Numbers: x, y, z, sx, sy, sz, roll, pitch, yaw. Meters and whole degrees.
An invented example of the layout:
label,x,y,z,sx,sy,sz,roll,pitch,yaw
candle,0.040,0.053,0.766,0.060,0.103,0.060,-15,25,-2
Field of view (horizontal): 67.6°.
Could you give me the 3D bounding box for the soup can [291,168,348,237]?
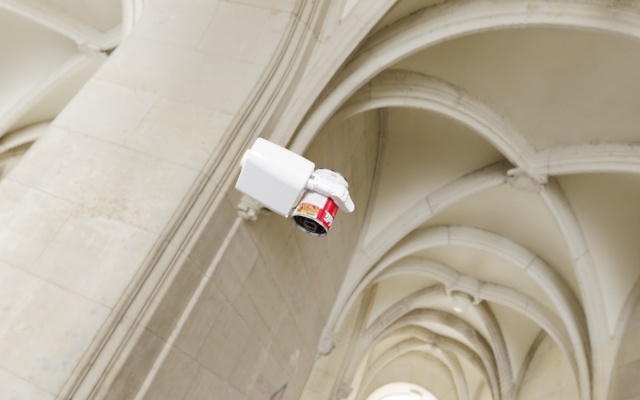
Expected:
label,x,y,z,sx,sy,sz,roll,pitch,yaw
soup can,0.001,0.003,0.832,0.068,0.102,0.068,21,-26,11
